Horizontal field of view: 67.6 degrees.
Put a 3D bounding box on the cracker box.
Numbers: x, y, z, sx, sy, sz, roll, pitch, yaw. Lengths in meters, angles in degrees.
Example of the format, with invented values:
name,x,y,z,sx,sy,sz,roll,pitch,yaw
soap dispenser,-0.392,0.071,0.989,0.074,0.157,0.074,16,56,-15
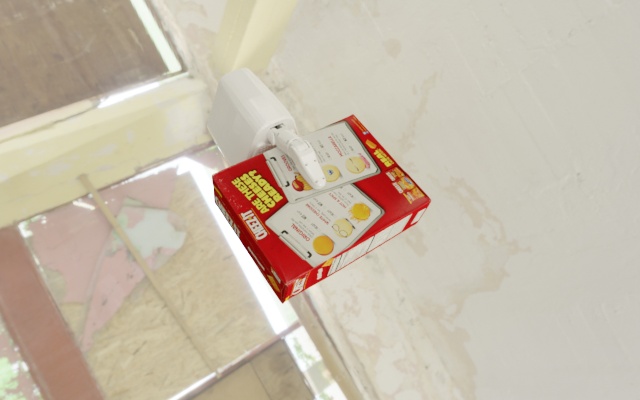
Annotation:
name,x,y,z,sx,sy,sz,roll,pitch,yaw
cracker box,0.000,0.002,0.592,0.213,0.164,0.072,-27,-25,-24
